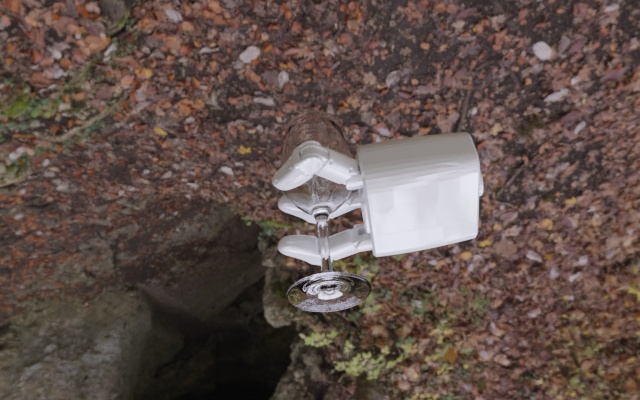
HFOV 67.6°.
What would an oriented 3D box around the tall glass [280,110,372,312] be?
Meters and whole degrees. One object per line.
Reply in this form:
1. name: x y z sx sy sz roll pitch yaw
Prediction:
1. tall glass: 0.000 0.002 0.472 0.079 0.200 0.079 -4 -36 -3
